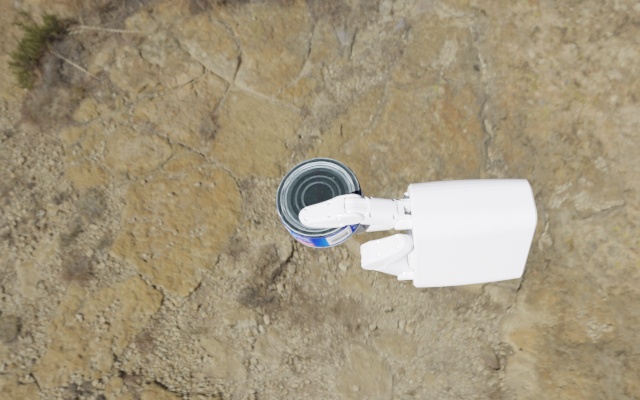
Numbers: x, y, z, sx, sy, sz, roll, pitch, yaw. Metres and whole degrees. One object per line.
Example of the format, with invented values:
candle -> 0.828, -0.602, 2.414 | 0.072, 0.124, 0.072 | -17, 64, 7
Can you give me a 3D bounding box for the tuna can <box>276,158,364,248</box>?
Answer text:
tuna can -> 0.000, 0.001, 0.472 | 0.086, 0.086, 0.034 | 0, -22, 12
